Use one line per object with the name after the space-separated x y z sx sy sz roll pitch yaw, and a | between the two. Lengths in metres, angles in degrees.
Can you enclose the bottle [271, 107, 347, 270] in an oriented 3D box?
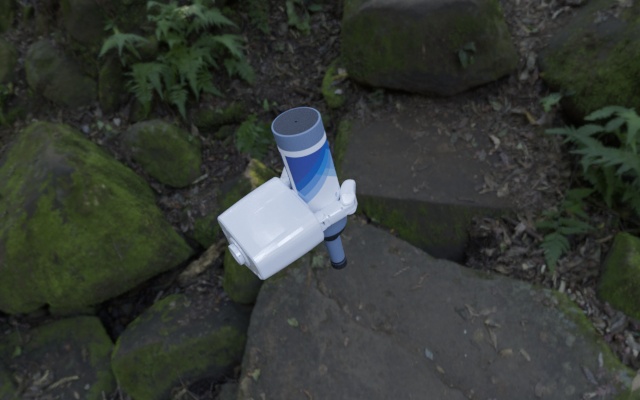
0.000 0.002 0.718 0.069 0.296 0.069 -9 42 9 | bottle
